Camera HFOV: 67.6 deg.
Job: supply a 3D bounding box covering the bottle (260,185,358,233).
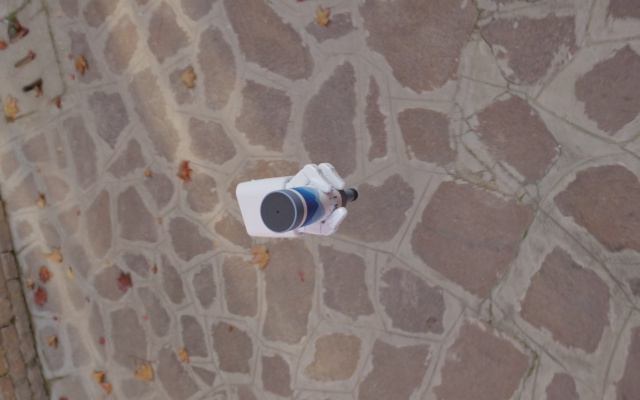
[{"bbox_3d":[0.000,0.003,0.859,0.069,0.069,0.295,0,6,27],"label":"bottle"}]
